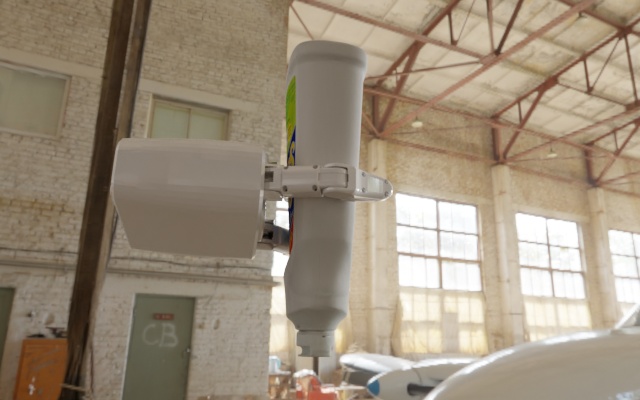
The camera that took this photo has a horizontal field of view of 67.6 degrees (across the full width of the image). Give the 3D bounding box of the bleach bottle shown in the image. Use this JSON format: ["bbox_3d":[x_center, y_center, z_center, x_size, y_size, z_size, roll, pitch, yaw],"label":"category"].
[{"bbox_3d":[0.000,0.001,0.406,0.068,0.250,0.102,4,-16,-10],"label":"bleach bottle"}]
